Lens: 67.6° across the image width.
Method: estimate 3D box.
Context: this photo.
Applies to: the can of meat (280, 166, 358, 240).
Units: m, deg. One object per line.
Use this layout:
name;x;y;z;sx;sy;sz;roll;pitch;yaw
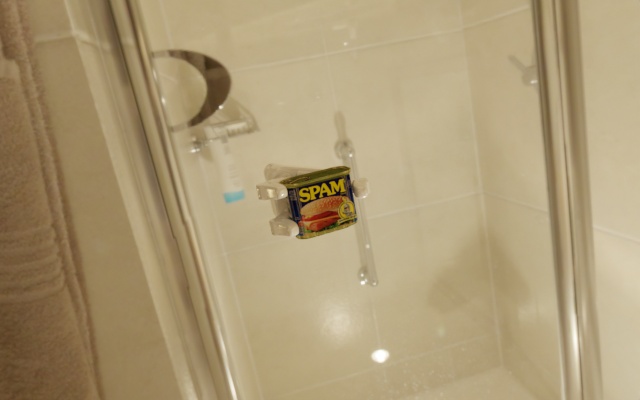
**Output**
can of meat;0.000;0.003;0.700;0.102;0.084;0.057;-15;14;-14
